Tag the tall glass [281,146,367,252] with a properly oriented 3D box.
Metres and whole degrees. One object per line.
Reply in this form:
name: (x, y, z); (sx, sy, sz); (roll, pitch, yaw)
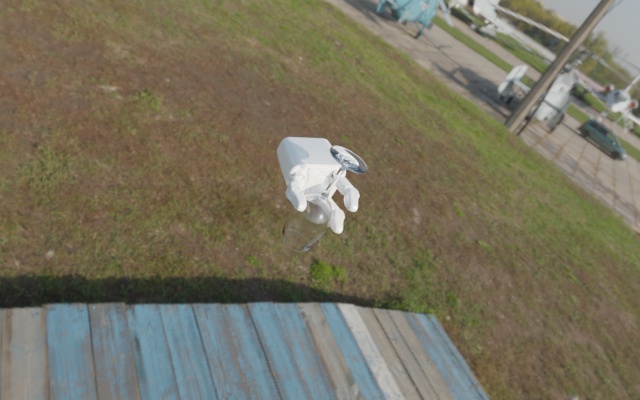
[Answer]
tall glass: (0.000, 0.002, 0.859); (0.079, 0.201, 0.079); (25, 29, -15)
